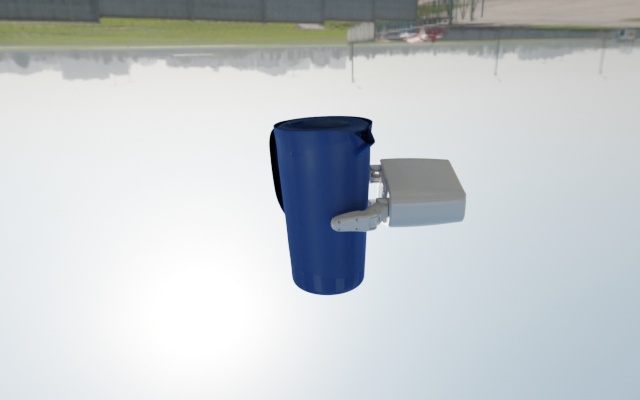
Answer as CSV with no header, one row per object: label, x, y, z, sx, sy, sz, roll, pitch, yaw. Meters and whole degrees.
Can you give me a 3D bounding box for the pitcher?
pitcher,0.000,0.002,0.679,0.145,0.243,0.149,-2,18,-2
